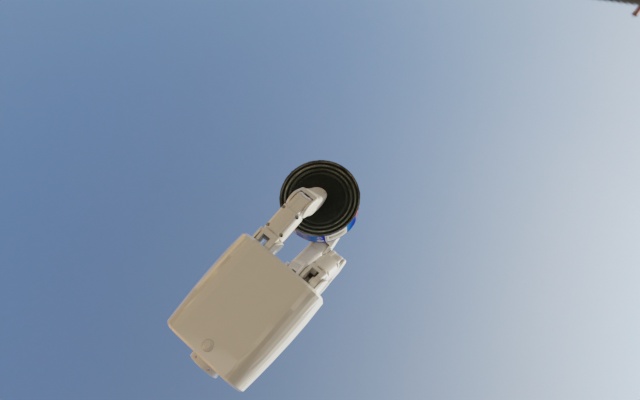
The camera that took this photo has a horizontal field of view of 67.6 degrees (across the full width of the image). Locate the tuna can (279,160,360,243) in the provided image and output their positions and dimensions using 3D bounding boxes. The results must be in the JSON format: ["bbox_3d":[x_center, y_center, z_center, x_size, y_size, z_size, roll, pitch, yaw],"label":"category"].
[{"bbox_3d":[0.000,0.002,0.519,0.086,0.086,0.034,0,-20,4],"label":"tuna can"}]
